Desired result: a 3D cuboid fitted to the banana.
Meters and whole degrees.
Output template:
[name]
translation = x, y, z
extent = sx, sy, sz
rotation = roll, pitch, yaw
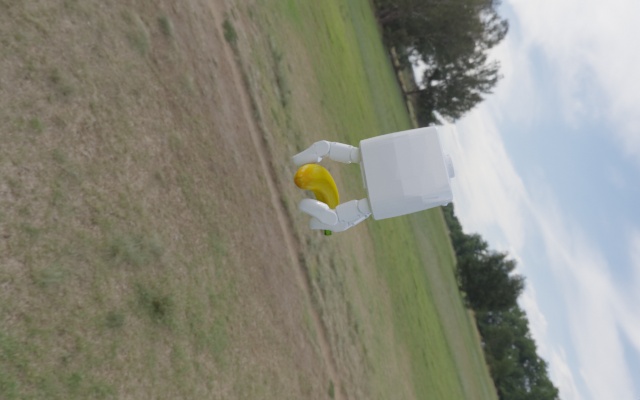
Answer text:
[banana]
translation = 0.000, -0.013, 0.708
extent = 0.037, 0.069, 0.198
rotation = -7, -26, 12
